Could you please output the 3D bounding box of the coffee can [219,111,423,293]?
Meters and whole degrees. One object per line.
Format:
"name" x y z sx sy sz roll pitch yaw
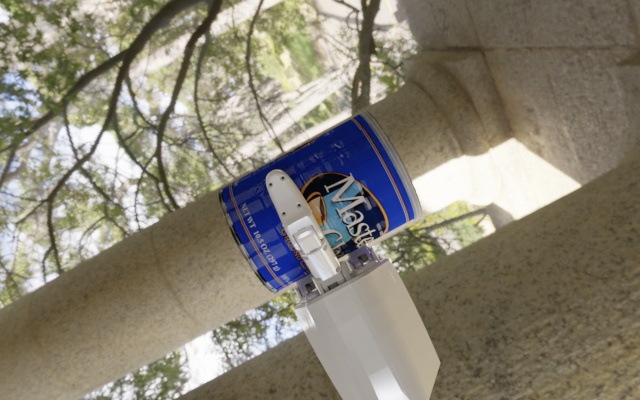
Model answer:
"coffee can" 0.000 0.001 0.410 0.140 0.103 0.103 -28 -1 1
